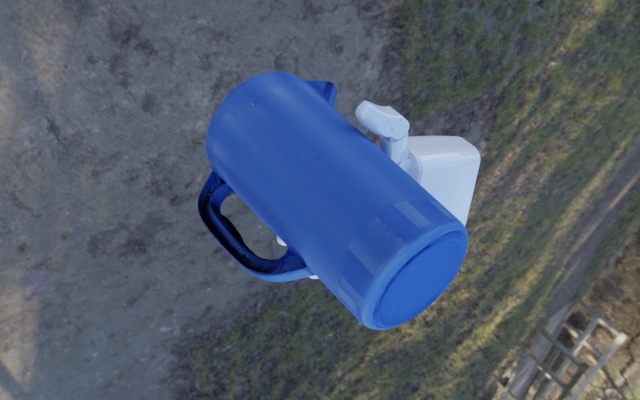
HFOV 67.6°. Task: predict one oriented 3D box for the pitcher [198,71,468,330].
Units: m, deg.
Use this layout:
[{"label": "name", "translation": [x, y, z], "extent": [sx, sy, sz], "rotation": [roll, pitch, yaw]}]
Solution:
[{"label": "pitcher", "translation": [0.000, 0.001, 0.428], "extent": [0.145, 0.149, 0.242], "rotation": [-9, 41, -38]}]
